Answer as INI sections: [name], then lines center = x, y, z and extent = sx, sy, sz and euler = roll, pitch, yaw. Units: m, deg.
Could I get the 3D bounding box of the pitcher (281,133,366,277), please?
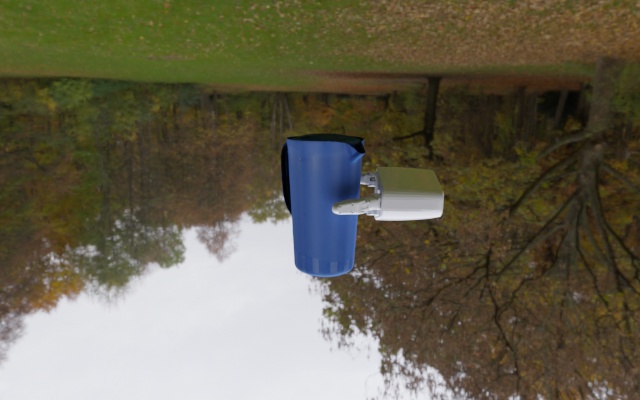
[pitcher]
center = 0.000, 0.003, 0.848
extent = 0.145, 0.243, 0.149
euler = 0, 12, -3
